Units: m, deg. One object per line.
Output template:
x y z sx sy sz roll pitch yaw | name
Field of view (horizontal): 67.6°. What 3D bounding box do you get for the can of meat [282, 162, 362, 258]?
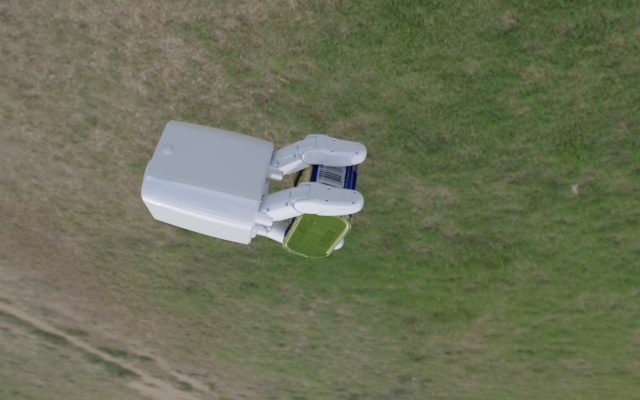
0.000 0.002 0.491 0.057 0.084 0.102 17 -35 -10 | can of meat
